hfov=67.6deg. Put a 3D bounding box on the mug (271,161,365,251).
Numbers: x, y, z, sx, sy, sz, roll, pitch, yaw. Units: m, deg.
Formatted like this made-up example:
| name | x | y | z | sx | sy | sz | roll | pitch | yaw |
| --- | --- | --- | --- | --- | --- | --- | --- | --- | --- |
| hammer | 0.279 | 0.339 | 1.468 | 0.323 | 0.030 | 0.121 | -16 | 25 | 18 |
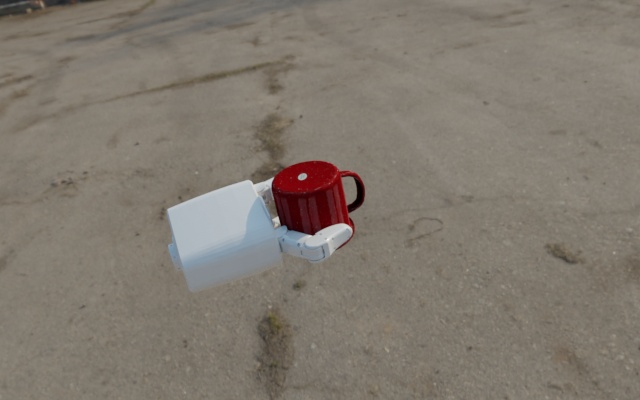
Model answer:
| name | x | y | z | sx | sy | sz | roll | pitch | yaw |
| --- | --- | --- | --- | --- | --- | --- | --- | --- | --- |
| mug | 0.001 | 0.001 | 0.565 | 0.117 | 0.081 | 0.093 | -20 | 31 | -14 |
